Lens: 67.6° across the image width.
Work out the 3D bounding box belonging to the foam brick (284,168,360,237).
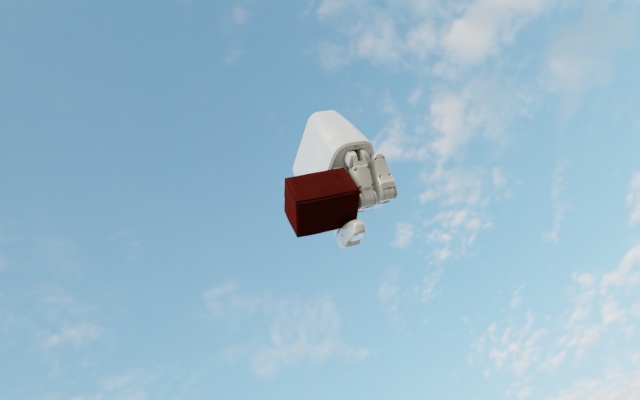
[{"bbox_3d":[0.000,0.002,0.561,0.078,0.053,0.051,-11,40,-18],"label":"foam brick"}]
